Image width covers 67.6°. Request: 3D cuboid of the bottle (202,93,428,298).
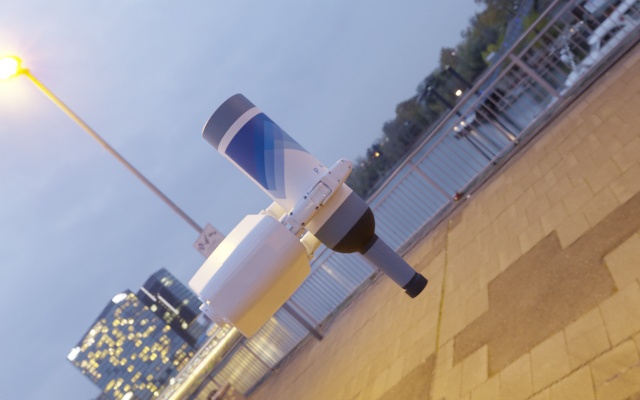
[{"bbox_3d":[0.000,0.002,0.534,0.295,0.069,0.069,41,1,2],"label":"bottle"}]
